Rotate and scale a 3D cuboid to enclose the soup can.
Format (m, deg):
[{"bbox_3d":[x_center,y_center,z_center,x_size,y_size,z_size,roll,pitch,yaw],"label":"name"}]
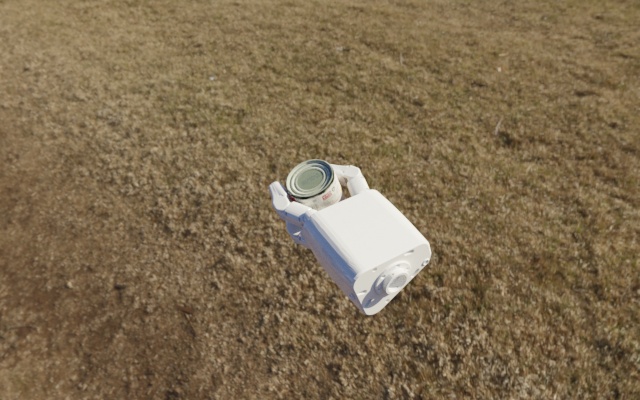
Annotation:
[{"bbox_3d":[0.000,0.002,0.650,0.068,0.068,0.102,0,-38,22],"label":"soup can"}]
